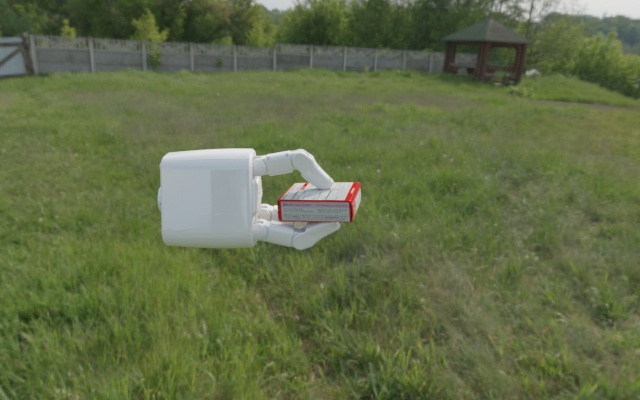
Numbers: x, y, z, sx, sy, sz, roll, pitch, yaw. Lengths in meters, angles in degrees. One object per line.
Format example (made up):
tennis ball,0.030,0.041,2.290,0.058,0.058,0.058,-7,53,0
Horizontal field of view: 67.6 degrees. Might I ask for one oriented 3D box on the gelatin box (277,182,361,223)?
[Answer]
gelatin box,0.000,0.001,0.575,0.089,0.030,0.073,0,18,13
